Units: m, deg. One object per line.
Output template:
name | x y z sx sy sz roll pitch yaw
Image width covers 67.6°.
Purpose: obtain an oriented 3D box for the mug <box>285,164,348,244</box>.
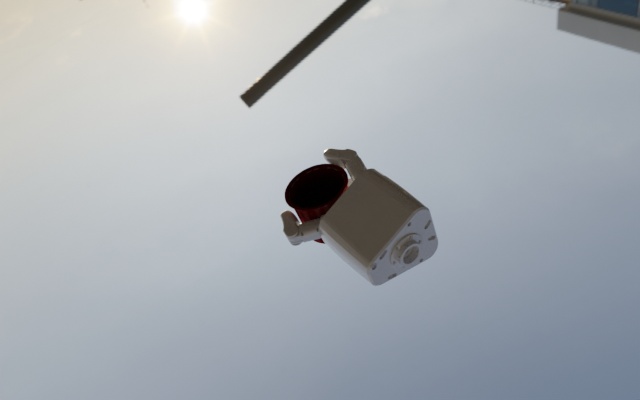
mug | -0.001 0.002 0.693 0.093 0.082 0.117 -35 41 -12
